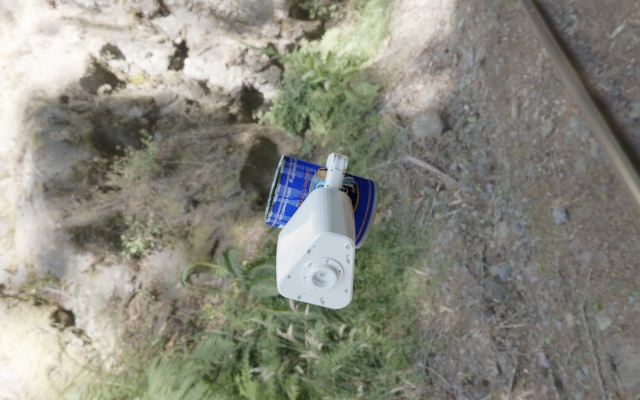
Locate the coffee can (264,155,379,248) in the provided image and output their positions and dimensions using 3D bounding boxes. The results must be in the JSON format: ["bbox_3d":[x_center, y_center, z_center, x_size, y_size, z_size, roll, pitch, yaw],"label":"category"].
[{"bbox_3d":[0.000,0.002,0.685,0.140,0.103,0.103,15,-3,-10],"label":"coffee can"}]
